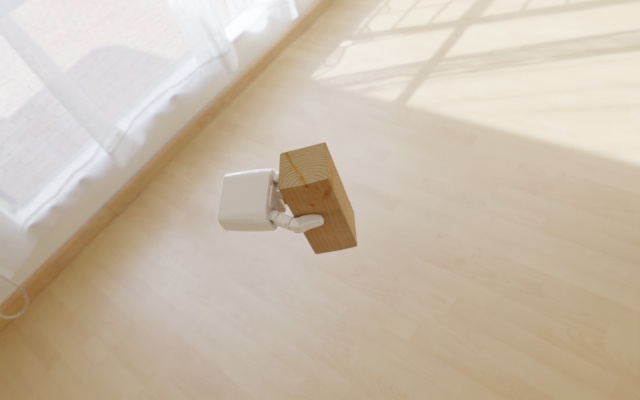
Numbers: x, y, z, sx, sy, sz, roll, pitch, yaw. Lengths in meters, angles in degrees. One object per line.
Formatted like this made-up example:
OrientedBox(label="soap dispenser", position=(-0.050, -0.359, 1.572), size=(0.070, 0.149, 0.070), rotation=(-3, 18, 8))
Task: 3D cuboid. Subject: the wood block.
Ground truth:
OrientedBox(label="wood block", position=(0.000, 0.003, 0.893), size=(0.090, 0.090, 0.206), rotation=(-12, -41, 12))
